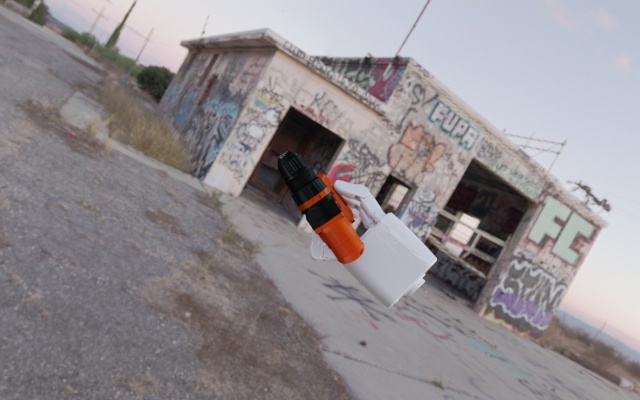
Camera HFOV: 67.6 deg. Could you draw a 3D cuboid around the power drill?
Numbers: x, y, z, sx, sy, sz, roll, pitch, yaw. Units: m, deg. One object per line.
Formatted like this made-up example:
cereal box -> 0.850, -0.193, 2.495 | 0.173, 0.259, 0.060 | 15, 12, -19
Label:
power drill -> 0.000, 0.003, 0.751 | 0.057, 0.184, 0.187 | -32, 4, 6
